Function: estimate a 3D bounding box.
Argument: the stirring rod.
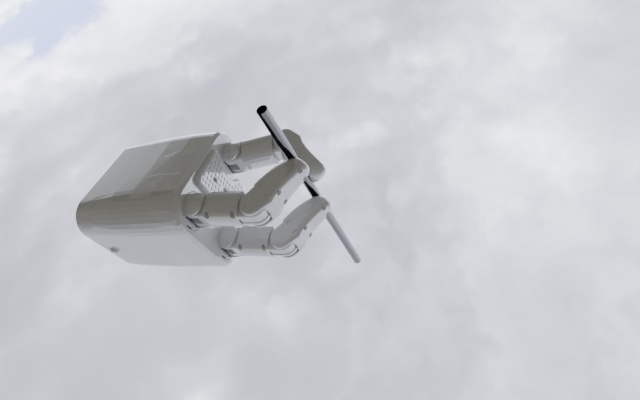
[{"bbox_3d":[0.000,0.001,0.414,0.011,0.011,0.240,0,-31,22],"label":"stirring rod"}]
